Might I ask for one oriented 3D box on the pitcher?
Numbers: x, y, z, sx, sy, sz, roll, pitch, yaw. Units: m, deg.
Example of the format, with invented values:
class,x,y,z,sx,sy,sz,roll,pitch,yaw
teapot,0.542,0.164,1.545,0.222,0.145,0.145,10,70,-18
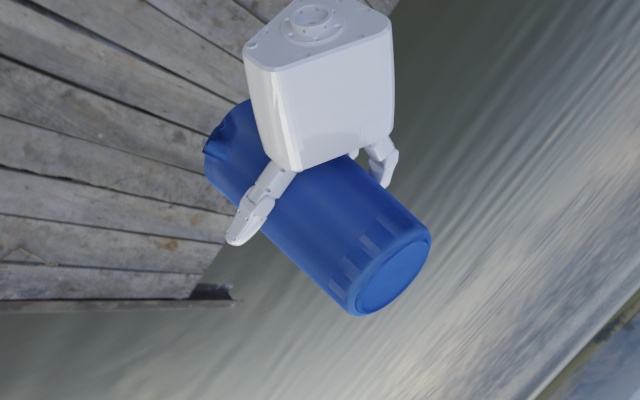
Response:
class,x,y,z,sx,sy,sz,roll,pitch,yaw
pitcher,0.000,0.002,0.508,0.149,0.145,0.242,-34,56,-20
